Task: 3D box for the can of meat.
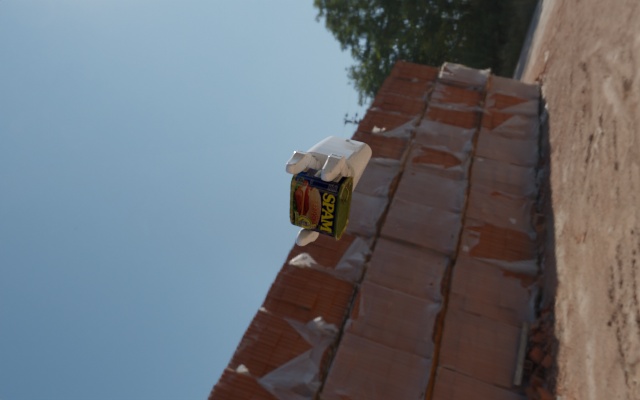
[{"bbox_3d":[0.000,0.002,0.747,0.084,0.102,0.057,16,34,17],"label":"can of meat"}]
